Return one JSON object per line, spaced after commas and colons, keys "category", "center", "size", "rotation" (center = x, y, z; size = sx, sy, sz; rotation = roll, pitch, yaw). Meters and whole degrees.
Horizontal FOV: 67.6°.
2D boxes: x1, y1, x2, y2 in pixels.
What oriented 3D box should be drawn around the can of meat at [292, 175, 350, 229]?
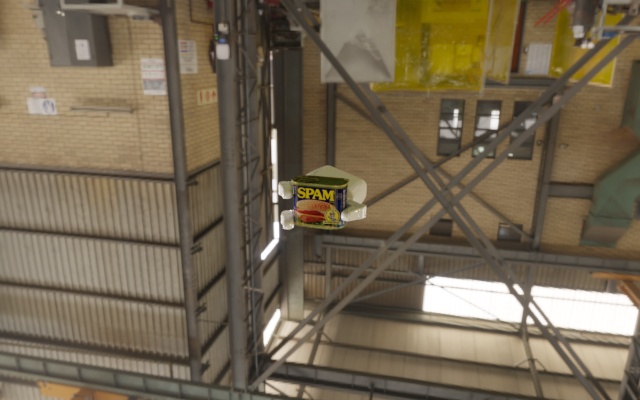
{"category": "can of meat", "center": [0.000, 0.003, 0.869], "size": [0.102, 0.084, 0.057], "rotation": [6, 18, 17]}
